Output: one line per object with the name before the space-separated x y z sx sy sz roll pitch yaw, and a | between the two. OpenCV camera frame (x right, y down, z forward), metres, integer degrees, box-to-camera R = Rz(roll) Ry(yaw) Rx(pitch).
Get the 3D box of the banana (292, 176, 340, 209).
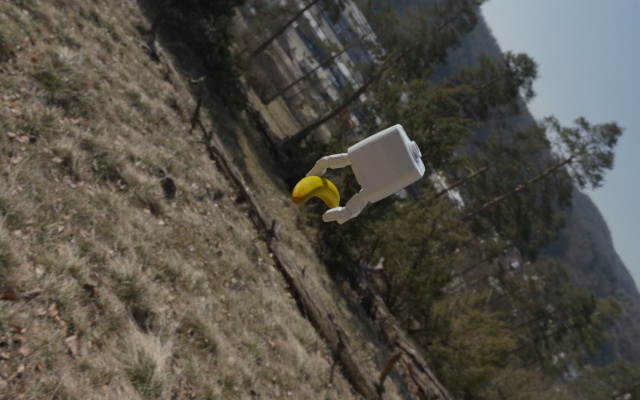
banana | -0.003 -0.014 0.908 0.037 0.069 0.198 -23 -19 21
